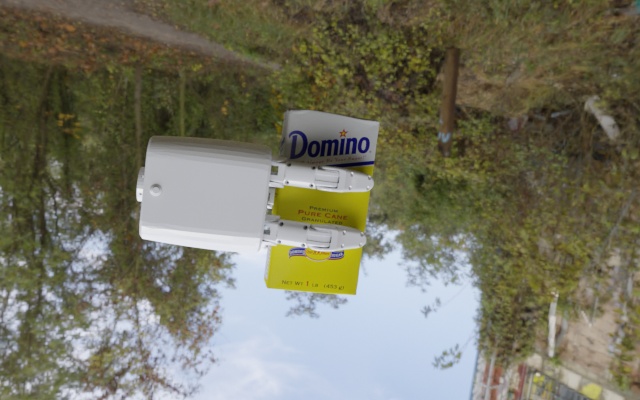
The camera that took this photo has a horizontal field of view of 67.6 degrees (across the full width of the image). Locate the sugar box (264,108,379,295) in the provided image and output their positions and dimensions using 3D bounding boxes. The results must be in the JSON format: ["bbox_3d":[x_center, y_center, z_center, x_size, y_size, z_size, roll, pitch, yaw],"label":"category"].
[{"bbox_3d":[0.000,0.002,0.479,0.093,0.176,0.048,6,5,-12],"label":"sugar box"}]
